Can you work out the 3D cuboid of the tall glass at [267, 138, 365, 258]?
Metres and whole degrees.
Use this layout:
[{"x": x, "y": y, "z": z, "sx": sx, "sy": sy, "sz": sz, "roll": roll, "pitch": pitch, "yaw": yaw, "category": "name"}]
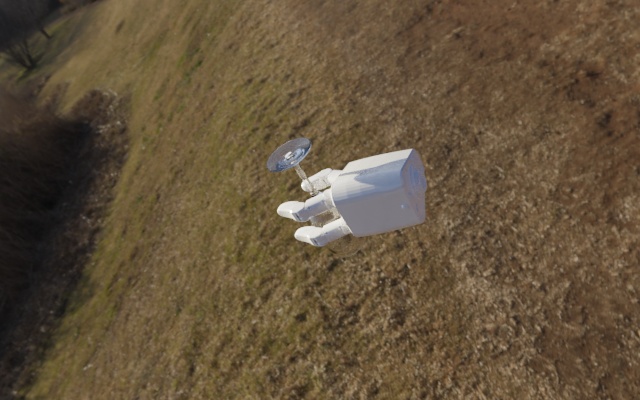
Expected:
[{"x": 0.000, "y": 0.002, "z": 0.746, "sx": 0.079, "sy": 0.201, "sz": 0.079, "roll": -22, "pitch": 34, "yaw": 16, "category": "tall glass"}]
